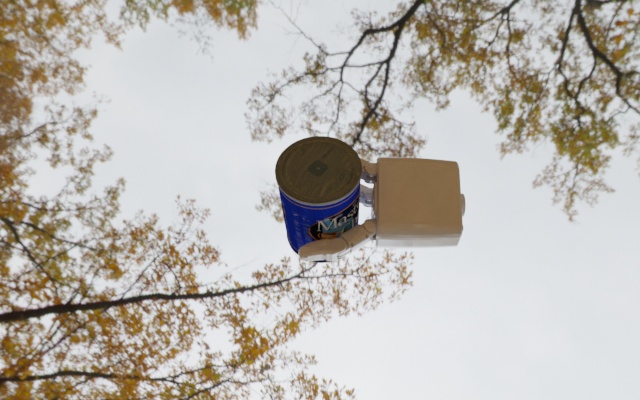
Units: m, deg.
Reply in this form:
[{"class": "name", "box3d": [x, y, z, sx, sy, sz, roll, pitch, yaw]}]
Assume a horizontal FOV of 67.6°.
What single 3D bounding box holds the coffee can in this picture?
[{"class": "coffee can", "box3d": [0.000, 0.002, 0.616, 0.103, 0.102, 0.140, 0, -36, 3]}]
